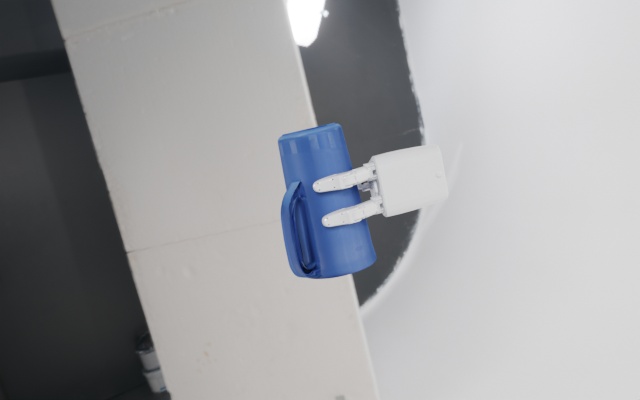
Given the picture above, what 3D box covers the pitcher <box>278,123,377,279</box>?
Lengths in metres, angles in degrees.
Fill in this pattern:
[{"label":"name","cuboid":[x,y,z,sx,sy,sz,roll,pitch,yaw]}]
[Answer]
[{"label":"pitcher","cuboid":[0.000,0.003,0.789,0.145,0.243,0.149,-13,9,-3]}]
